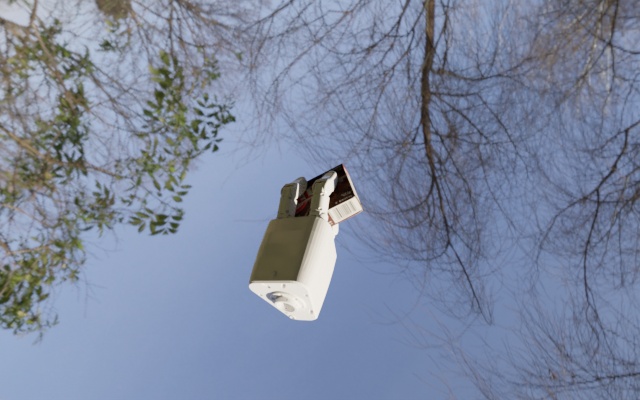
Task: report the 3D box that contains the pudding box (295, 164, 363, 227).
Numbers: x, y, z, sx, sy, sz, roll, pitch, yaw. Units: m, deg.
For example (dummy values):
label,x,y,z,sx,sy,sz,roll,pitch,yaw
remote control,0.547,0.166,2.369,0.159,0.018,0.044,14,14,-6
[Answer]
label,x,y,z,sx,sy,sz,roll,pitch,yaw
pudding box,0.000,0.003,0.737,0.113,0.039,0.090,-25,39,6
